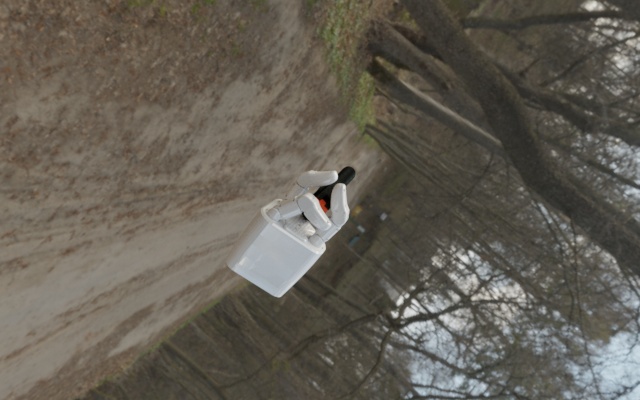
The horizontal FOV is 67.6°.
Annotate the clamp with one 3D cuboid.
[{"bbox_3d":[0.001,0.003,0.774,0.039,0.120,0.171,41,19,2],"label":"clamp"}]
